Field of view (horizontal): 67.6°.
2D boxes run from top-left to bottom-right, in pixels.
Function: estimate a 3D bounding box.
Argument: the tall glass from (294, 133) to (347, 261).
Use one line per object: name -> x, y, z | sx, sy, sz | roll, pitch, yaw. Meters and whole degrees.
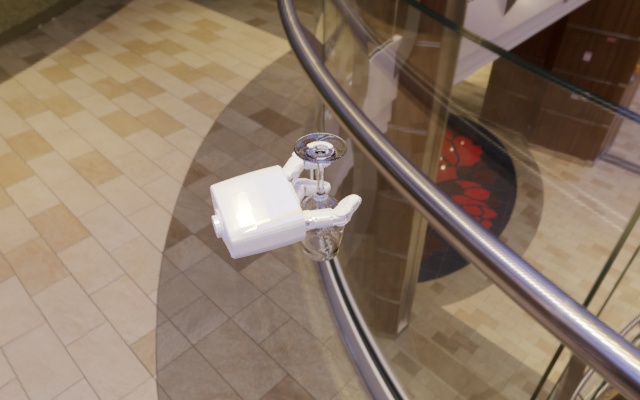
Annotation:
tall glass -> 0.000, 0.002, 0.726 | 0.079, 0.201, 0.079 | 0, 40, 0
